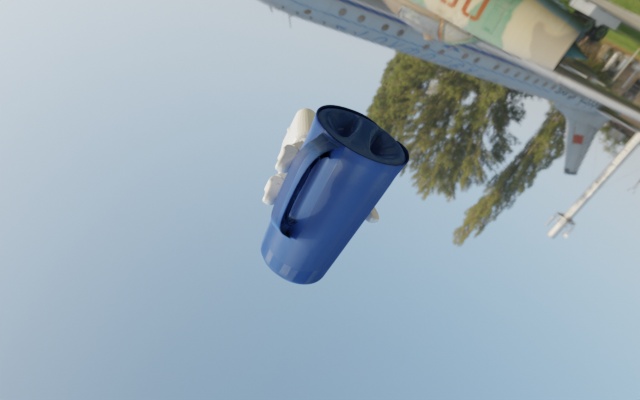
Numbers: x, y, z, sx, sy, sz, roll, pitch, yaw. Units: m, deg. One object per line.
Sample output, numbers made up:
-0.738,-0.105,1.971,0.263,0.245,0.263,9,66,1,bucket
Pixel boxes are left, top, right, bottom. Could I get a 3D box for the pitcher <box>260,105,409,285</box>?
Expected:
0.000,0.002,0.657,0.149,0.243,0.145,19,31,-17,pitcher
